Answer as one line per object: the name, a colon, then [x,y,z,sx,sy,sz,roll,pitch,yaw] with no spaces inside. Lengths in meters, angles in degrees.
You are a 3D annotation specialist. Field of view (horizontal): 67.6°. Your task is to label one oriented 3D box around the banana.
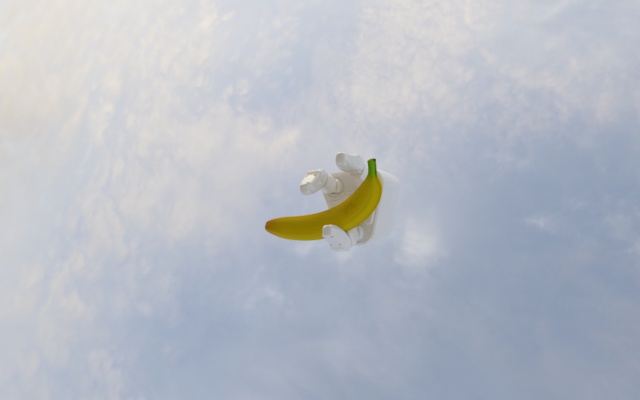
banana: [0.013,0.016,0.652,0.198,0.069,0.037,-31,3,26]
